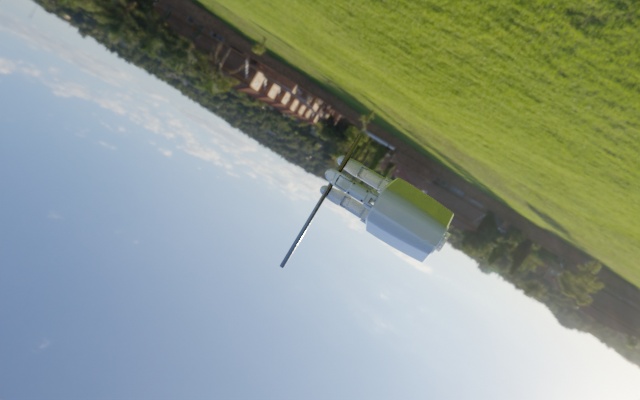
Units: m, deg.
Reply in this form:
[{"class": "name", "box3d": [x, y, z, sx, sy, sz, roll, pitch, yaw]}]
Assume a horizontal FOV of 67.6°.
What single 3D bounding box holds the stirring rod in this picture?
[{"class": "stirring rod", "box3d": [0.000, 0.002, 0.743, 0.011, 0.239, 0.011, 31, 6, -3]}]
